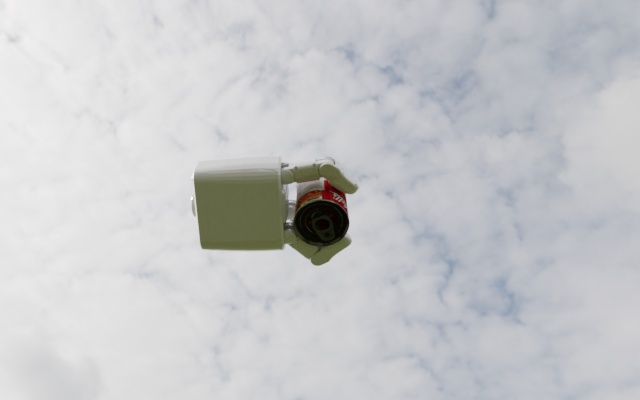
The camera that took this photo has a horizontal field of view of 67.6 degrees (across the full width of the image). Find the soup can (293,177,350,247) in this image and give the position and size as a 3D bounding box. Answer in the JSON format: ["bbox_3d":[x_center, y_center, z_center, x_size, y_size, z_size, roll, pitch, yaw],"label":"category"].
[{"bbox_3d":[0.001,0.002,0.615,0.068,0.068,0.102,0,32,-1],"label":"soup can"}]
